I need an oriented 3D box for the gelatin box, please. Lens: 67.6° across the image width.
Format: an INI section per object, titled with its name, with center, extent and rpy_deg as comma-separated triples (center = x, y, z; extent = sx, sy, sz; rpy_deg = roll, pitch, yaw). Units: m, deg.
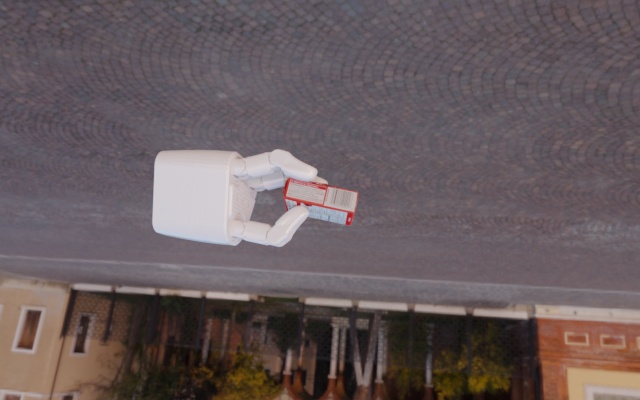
[gelatin box]
center = 0.000, 0.002, 0.597
extent = 0.089, 0.030, 0.073
rpy_deg = 12, -15, 4
